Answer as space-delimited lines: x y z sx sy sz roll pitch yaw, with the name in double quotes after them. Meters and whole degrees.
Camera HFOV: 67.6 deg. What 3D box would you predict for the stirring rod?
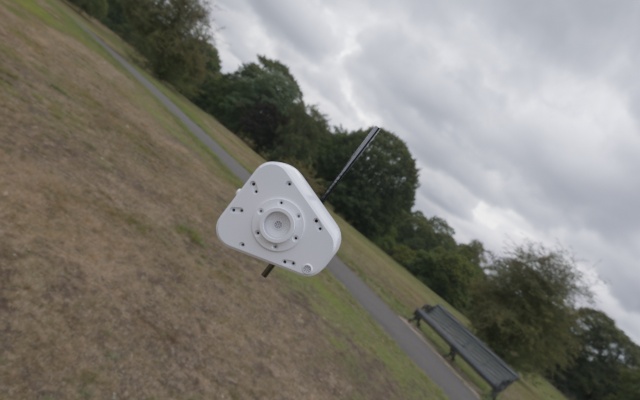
0.000 0.002 0.612 0.011 0.239 0.011 38 1 -1 "stirring rod"
